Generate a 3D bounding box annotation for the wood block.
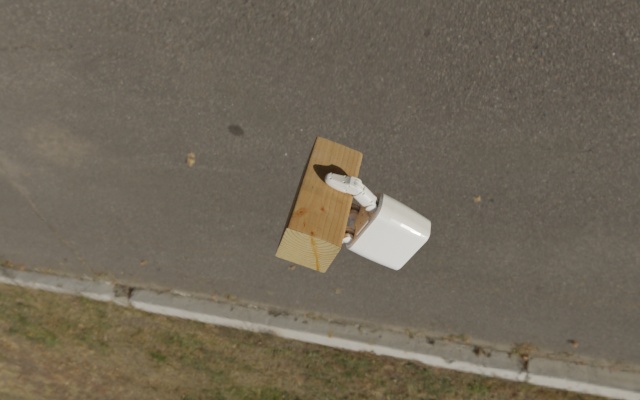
[{"bbox_3d":[0.001,0.003,0.811,0.090,0.206,0.091,20,-39,-6],"label":"wood block"}]
